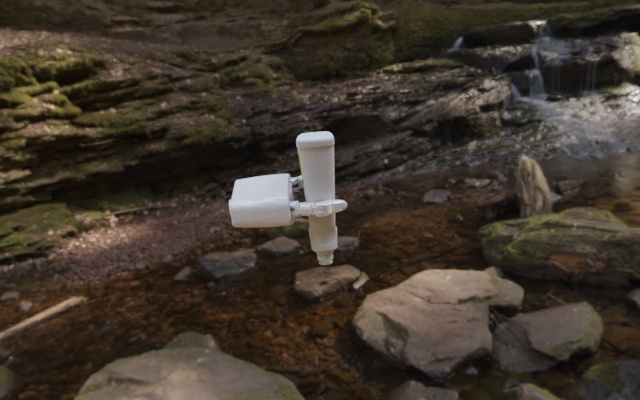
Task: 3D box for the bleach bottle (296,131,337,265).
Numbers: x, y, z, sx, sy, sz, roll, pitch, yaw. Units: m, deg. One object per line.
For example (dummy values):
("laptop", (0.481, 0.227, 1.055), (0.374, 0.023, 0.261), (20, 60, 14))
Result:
("bleach bottle", (0.000, 0.003, 0.890), (0.068, 0.251, 0.102), (-5, 16, 1))
